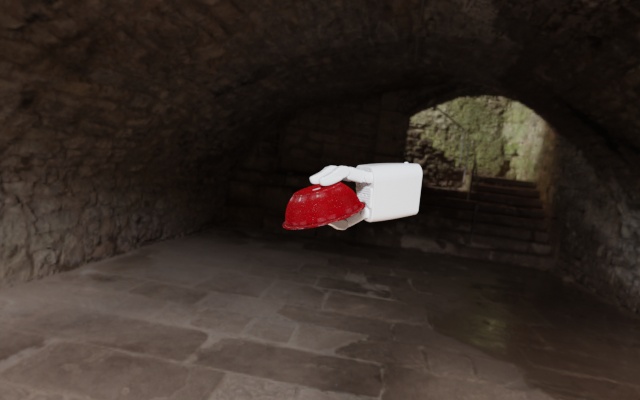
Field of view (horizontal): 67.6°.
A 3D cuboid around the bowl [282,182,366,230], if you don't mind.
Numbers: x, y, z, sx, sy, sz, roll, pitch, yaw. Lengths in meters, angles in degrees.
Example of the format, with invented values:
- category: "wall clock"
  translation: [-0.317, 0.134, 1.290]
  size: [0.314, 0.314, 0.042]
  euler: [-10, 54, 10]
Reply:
- category: "bowl"
  translation: [-0.001, 0.003, 0.893]
  size: [0.162, 0.055, 0.162]
  euler: [-14, 10, 3]
